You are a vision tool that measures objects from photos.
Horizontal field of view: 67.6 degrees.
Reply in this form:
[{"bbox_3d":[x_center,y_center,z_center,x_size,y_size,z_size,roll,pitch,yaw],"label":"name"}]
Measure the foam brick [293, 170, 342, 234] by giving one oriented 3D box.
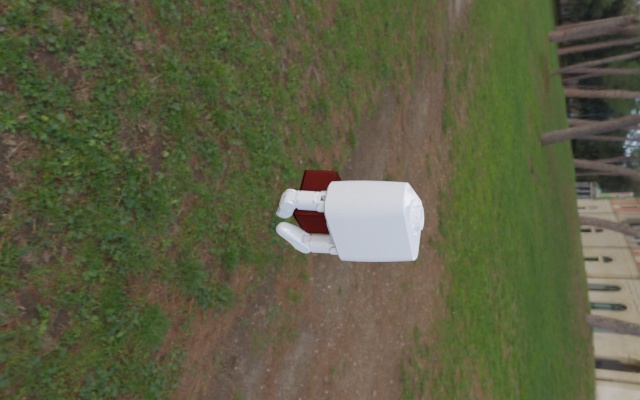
[{"bbox_3d":[0.000,0.002,0.679,0.051,0.078,0.053,1,-32,21],"label":"foam brick"}]
